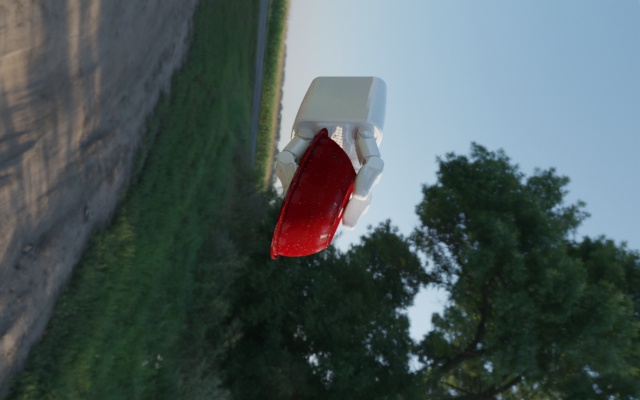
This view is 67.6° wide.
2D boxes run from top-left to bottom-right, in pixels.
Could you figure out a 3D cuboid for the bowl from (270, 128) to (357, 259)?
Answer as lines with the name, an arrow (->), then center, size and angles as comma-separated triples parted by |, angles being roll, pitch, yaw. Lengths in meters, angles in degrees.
bowl -> 0.000, 0.003, 0.548 | 0.055, 0.162, 0.162 | 22, 3, 6
